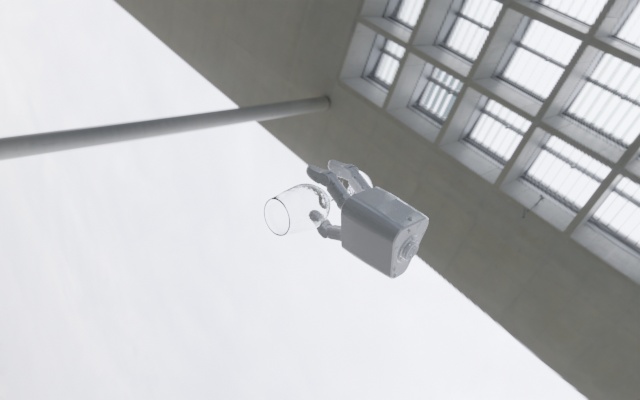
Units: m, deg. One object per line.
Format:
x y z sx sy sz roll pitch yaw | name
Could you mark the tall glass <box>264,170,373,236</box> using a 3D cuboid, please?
0.000 0.002 0.811 0.079 0.079 0.201 0 14 46 | tall glass
